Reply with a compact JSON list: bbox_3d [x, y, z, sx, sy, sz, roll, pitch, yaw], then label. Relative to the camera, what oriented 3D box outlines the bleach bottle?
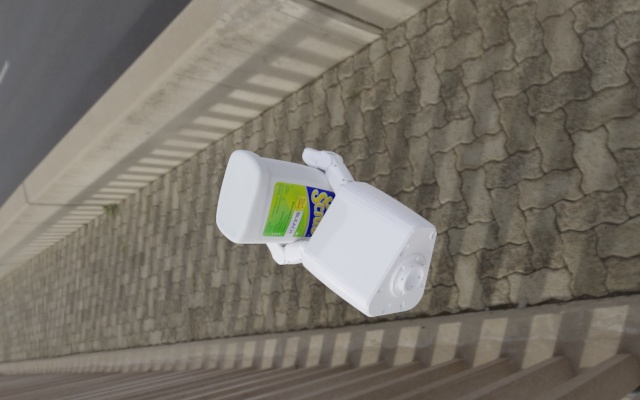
[{"bbox_3d":[0.000,0.002,0.596,0.251,0.102,0.068,3,21,-42],"label":"bleach bottle"}]
